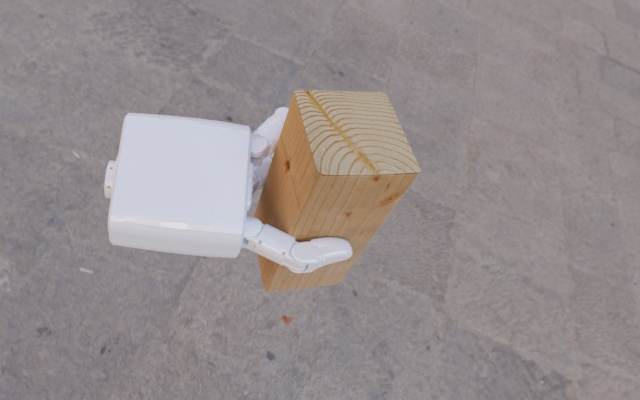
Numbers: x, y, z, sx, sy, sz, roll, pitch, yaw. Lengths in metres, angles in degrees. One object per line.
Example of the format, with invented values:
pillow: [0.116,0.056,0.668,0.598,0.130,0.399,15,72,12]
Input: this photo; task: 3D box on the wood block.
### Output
wood block: [0.000,0.002,0.462,0.090,0.090,0.206,-3,-33,-21]
